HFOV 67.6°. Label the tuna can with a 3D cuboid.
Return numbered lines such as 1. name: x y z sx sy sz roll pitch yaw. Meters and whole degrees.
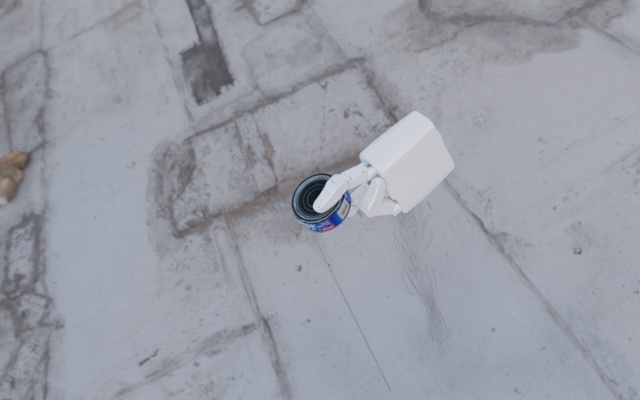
1. tuna can: 0.000 0.002 0.708 0.086 0.086 0.034 0 -27 26
